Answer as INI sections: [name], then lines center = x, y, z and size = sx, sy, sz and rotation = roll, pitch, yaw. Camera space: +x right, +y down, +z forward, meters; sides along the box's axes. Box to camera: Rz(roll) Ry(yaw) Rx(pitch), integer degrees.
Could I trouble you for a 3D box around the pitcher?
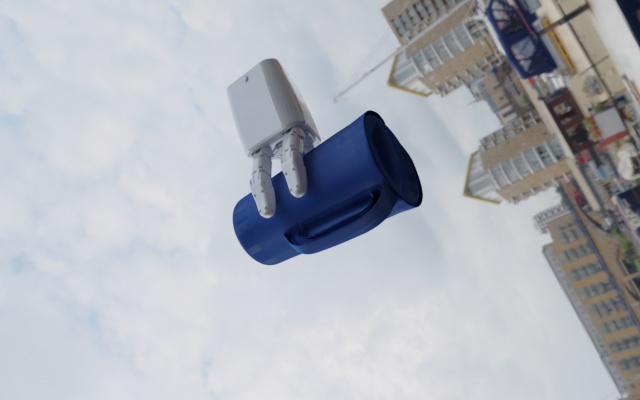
[pitcher]
center = 0.000, 0.002, 0.627
size = 0.243, 0.145, 0.149
rotation = -29, -15, 27
